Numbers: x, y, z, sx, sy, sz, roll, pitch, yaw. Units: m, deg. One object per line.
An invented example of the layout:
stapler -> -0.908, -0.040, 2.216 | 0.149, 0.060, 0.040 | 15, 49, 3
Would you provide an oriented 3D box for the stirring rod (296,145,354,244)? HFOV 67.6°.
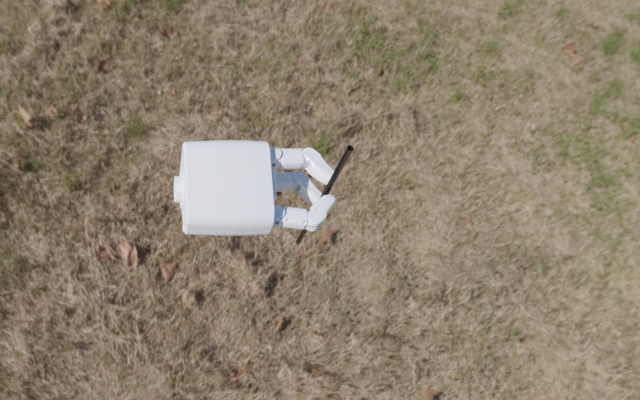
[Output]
stirring rod -> 0.000, 0.002, 0.654 | 0.011, 0.011, 0.240 | 0, -32, -20
